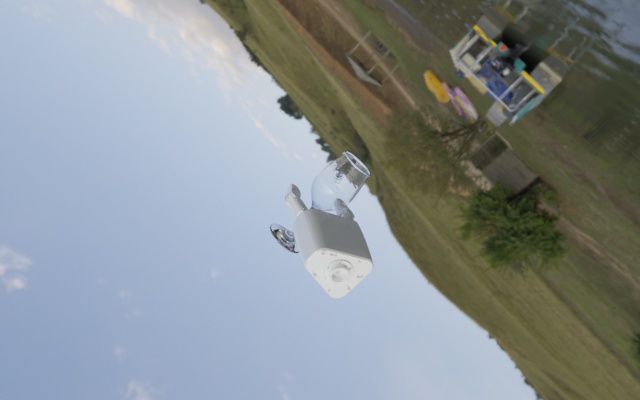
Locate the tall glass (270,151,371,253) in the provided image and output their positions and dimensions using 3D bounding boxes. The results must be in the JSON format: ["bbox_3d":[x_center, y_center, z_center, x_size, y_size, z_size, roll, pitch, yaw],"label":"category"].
[{"bbox_3d":[0.000,0.003,0.864,0.201,0.079,0.079,-46,-17,17],"label":"tall glass"}]
